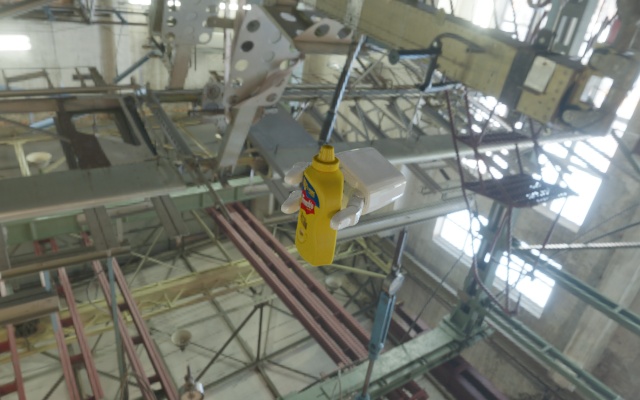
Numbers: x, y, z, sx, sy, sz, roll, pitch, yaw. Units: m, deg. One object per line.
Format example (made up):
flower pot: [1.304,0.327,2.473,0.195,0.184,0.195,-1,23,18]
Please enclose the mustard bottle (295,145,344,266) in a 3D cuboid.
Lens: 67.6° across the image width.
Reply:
mustard bottle: [0.000,0.003,0.760,0.058,0.192,0.096,-3,31,-20]
